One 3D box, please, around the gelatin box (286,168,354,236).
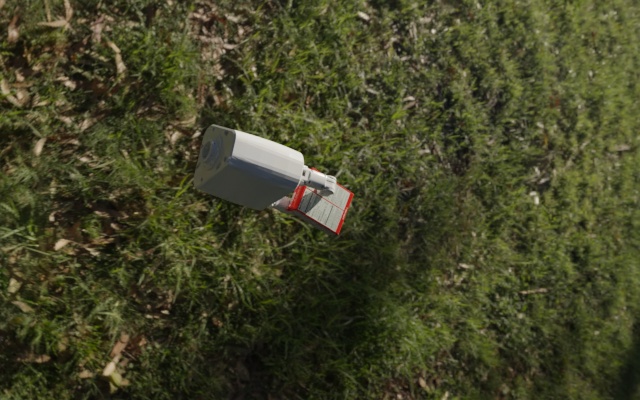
[{"bbox_3d":[0.001,0.003,0.735,0.089,0.073,0.030,32,-22,-27],"label":"gelatin box"}]
